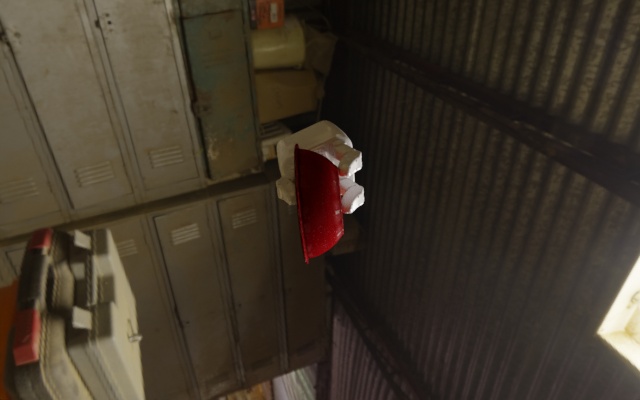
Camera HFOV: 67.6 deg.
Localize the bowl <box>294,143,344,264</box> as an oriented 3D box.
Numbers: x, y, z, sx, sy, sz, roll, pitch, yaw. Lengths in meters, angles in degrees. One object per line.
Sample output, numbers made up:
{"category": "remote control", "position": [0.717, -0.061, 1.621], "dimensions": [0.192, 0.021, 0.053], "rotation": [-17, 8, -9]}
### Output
{"category": "bowl", "position": [0.001, 0.003, 0.639], "dimensions": [0.055, 0.162, 0.162], "rotation": [-5, 0, 2]}
